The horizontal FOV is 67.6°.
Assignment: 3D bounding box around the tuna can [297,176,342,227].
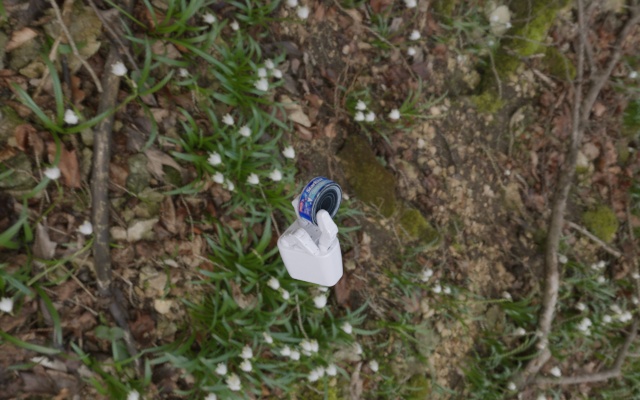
[{"bbox_3d":[0.001,0.003,0.846,0.033,0.086,0.086,26,15,34],"label":"tuna can"}]
